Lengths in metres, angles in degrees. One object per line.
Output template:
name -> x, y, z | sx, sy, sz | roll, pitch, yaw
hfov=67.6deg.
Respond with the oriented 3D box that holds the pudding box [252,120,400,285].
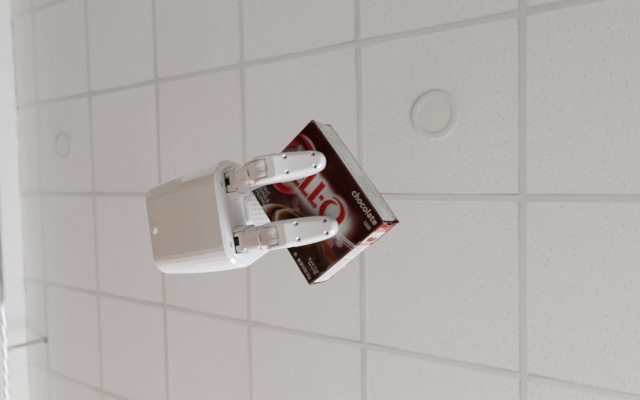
pudding box -> 0.000, 0.001, 0.416 | 0.090, 0.113, 0.039 | -44, -20, 26
